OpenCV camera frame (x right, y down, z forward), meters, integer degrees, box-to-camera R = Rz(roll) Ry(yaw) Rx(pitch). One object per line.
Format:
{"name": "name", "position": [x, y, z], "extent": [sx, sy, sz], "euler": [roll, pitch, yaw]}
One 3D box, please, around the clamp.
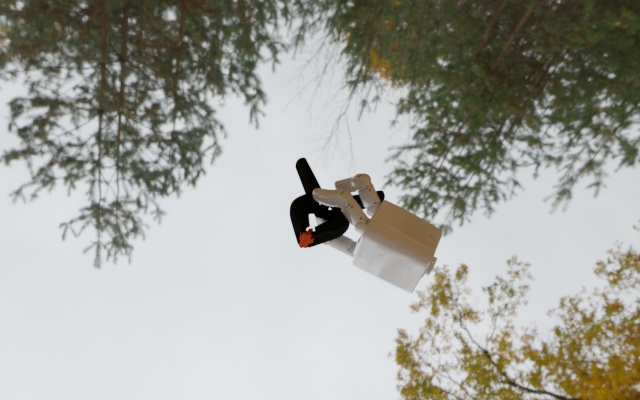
{"name": "clamp", "position": [0.000, 0.003, 0.757], "extent": [0.164, 0.036, 0.210], "euler": [27, 35, 12]}
